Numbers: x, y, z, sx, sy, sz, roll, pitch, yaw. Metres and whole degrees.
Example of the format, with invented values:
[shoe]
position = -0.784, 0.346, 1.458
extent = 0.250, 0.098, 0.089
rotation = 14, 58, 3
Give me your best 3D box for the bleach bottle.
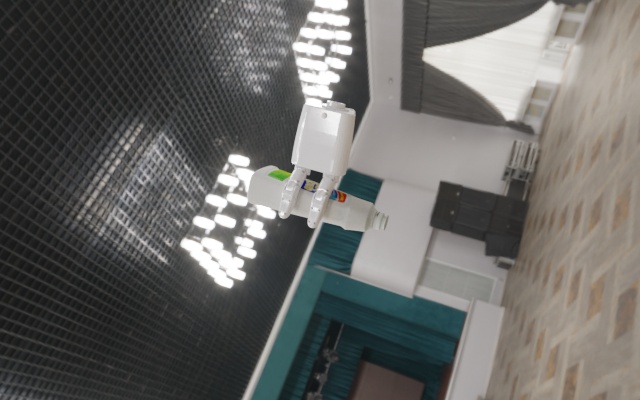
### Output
[bleach bottle]
position = 0.000, 0.003, 0.858
extent = 0.251, 0.068, 0.102
rotation = 16, 17, 17
